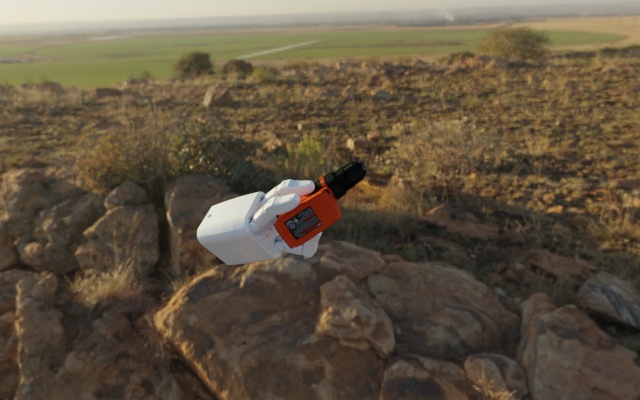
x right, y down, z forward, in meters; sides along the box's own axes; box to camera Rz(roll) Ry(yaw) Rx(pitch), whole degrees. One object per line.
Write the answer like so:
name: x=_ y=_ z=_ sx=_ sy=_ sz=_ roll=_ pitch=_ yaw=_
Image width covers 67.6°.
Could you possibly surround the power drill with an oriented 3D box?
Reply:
power drill: x=0.000 y=0.003 z=0.815 sx=0.184 sy=0.057 sz=0.187 roll=-35 pitch=7 yaw=11
